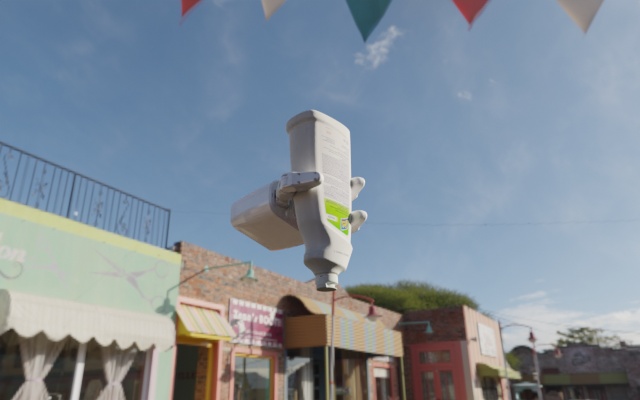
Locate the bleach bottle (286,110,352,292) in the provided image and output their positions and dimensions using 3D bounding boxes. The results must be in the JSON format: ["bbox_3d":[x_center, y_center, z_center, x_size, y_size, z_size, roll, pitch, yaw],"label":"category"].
[{"bbox_3d":[0.000,0.002,0.685,0.068,0.250,0.102,-21,-30,41],"label":"bleach bottle"}]
